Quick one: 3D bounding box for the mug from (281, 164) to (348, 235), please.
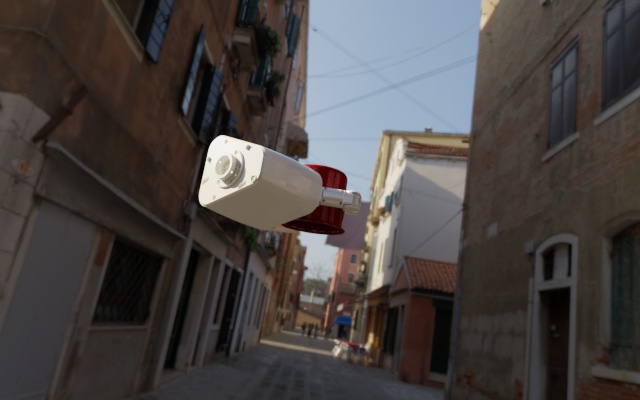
[{"bbox_3d":[0.001,0.002,0.676,0.093,0.081,0.117,-2,-17,37],"label":"mug"}]
